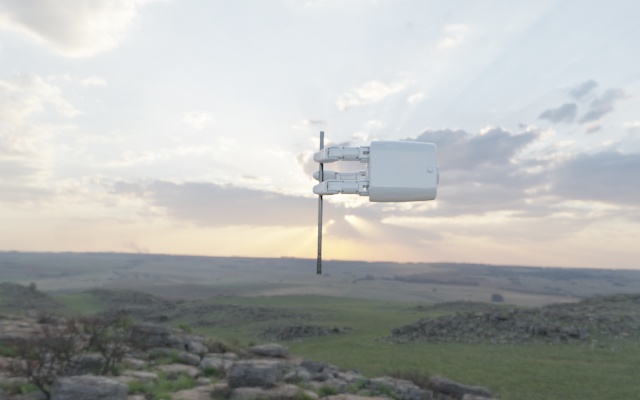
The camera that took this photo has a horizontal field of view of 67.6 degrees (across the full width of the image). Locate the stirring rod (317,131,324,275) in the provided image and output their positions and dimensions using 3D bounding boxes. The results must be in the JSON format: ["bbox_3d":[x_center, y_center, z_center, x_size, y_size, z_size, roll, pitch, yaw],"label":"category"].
[{"bbox_3d":[0.000,0.003,0.796,0.011,0.239,0.011,1,-7,0],"label":"stirring rod"}]
